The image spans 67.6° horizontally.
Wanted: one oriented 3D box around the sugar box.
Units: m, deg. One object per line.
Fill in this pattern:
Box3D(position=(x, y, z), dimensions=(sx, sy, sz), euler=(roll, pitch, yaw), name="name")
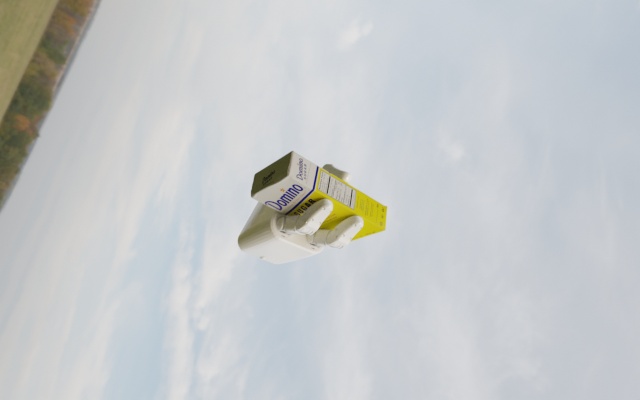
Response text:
Box3D(position=(0.000, 0.003, 0.665), dimensions=(0.176, 0.048, 0.093), euler=(26, -32, -31), name="sugar box")
